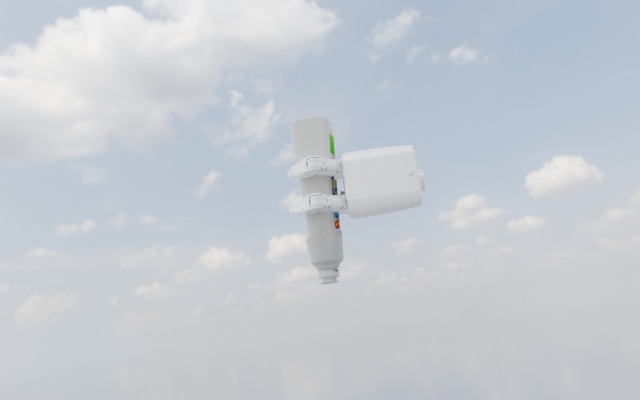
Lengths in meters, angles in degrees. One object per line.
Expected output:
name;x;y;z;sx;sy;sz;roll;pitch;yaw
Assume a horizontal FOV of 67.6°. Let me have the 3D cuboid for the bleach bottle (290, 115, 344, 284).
bleach bottle;0.000;0.002;0.738;0.068;0.250;0.102;-8;-15;7
